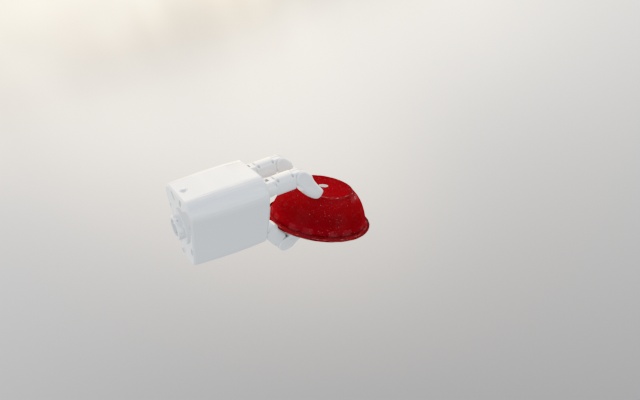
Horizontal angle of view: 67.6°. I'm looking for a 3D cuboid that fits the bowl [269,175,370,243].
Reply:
[{"bbox_3d":[0.001,0.002,0.729,0.162,0.055,0.162,8,23,-3],"label":"bowl"}]
